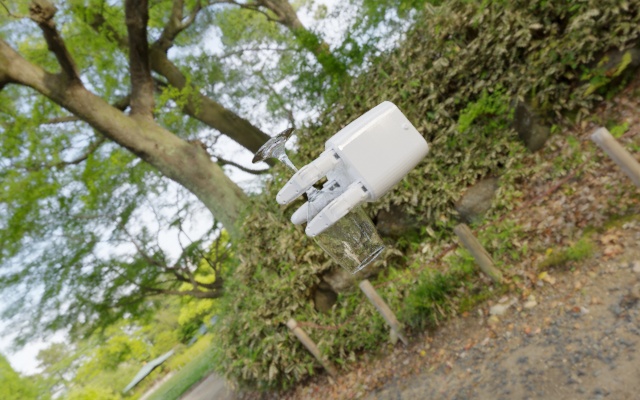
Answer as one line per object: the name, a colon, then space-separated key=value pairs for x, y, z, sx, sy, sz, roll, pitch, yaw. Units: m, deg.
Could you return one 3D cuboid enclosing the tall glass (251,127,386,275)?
tall glass: x=0.000 y=0.002 z=0.635 sx=0.079 sy=0.201 sz=0.079 roll=-39 pitch=-3 yaw=-3
